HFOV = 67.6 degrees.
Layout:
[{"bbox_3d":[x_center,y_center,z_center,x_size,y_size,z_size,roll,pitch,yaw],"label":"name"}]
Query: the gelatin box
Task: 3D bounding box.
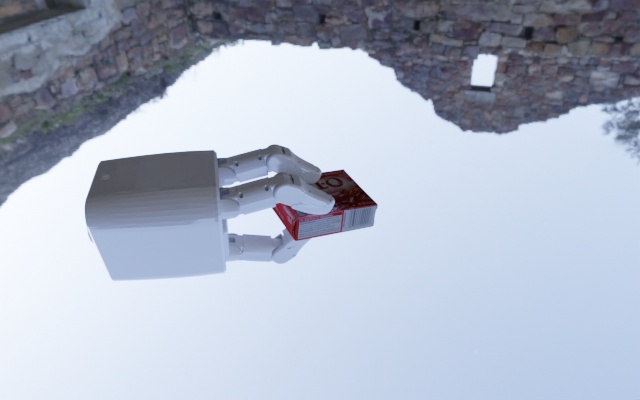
[{"bbox_3d":[0.000,0.002,0.473,0.089,0.030,0.073,-9,35,-25],"label":"gelatin box"}]
